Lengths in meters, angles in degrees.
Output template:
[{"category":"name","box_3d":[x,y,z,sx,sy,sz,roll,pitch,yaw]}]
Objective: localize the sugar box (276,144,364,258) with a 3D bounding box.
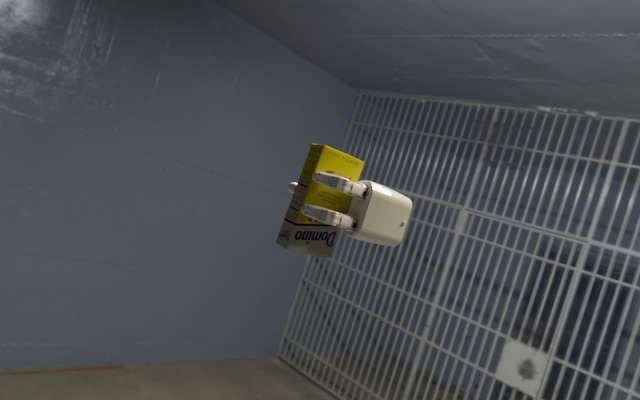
[{"category":"sugar box","box_3d":[0.001,0.003,0.792,0.093,0.176,0.048,18,0,-35]}]
